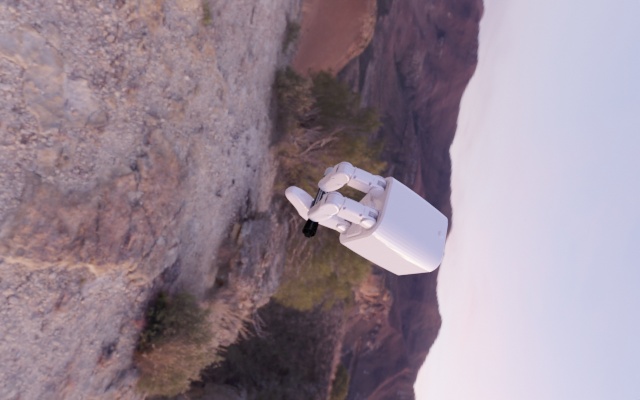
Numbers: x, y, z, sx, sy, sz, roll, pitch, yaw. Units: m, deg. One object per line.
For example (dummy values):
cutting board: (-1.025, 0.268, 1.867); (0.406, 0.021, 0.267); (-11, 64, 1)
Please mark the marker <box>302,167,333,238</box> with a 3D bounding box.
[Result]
marker: (0.000, 0.002, 0.666); (0.020, 0.121, 0.020); (13, -38, 10)
